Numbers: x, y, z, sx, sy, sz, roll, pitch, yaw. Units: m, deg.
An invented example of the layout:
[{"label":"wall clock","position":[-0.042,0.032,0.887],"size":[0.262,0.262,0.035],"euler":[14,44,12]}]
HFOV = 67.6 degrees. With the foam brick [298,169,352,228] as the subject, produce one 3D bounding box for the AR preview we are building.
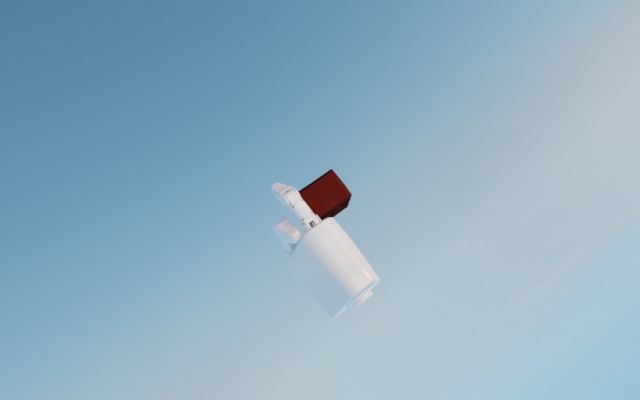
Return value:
[{"label":"foam brick","position":[0.000,0.002,0.710],"size":[0.078,0.051,0.053],"euler":[-35,-17,-17]}]
